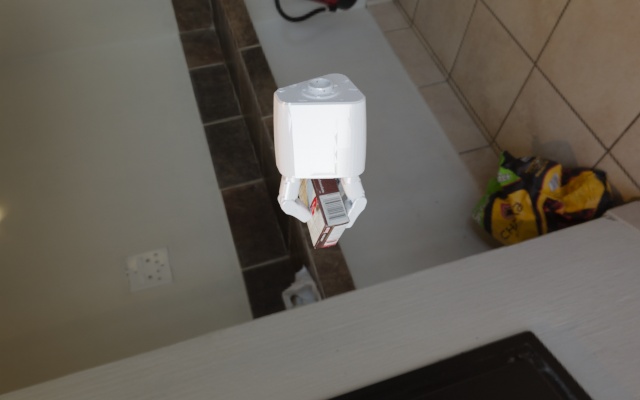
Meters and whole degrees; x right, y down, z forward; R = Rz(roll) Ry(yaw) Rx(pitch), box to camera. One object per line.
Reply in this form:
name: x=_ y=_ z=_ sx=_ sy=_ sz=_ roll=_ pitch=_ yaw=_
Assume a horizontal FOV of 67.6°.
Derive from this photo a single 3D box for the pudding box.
pudding box: x=0.000 y=0.002 z=0.698 sx=0.039 sy=0.113 sz=0.090 roll=-10 pitch=-23 yaw=-16
